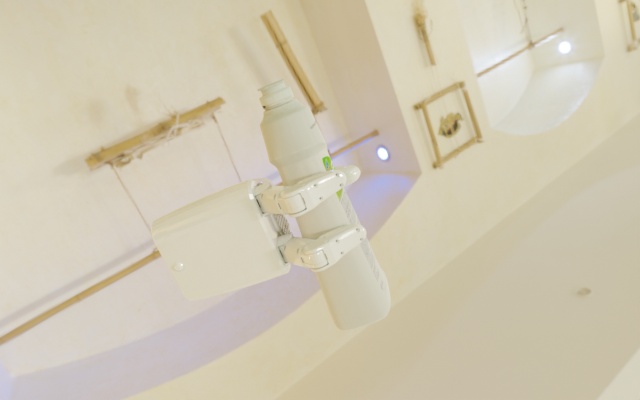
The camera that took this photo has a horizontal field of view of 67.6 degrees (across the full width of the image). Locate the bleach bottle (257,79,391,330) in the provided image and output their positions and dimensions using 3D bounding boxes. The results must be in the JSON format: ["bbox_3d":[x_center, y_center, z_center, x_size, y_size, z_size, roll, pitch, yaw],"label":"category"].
[{"bbox_3d":[0.000,0.002,0.482,0.068,0.251,0.102,-20,18,7],"label":"bleach bottle"}]
